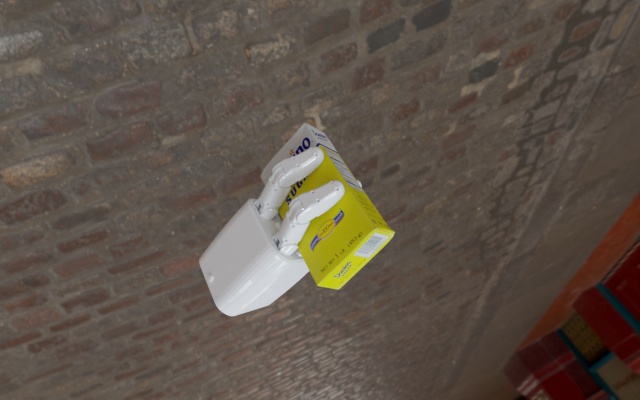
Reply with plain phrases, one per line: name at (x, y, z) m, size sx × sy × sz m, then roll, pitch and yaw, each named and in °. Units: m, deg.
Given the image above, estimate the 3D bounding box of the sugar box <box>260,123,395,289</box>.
sugar box at (0.000, 0.002, 0.543) m, size 0.093 × 0.176 × 0.048 m, roll -47°, pitch -36°, yaw 19°
